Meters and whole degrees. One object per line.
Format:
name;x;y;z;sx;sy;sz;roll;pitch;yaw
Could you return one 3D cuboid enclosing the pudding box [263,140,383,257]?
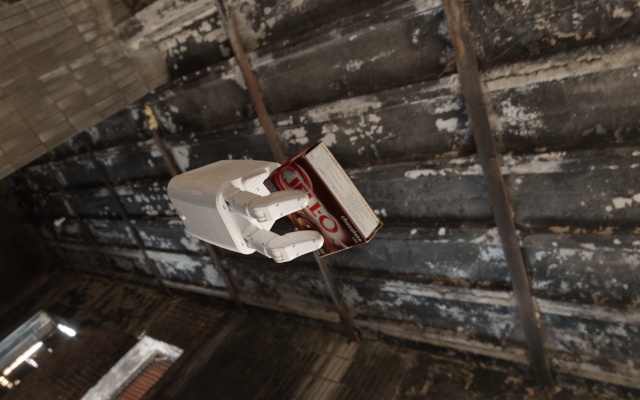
pudding box;0.000;0.002;0.517;0.039;0.113;0.090;-45;11;-35
